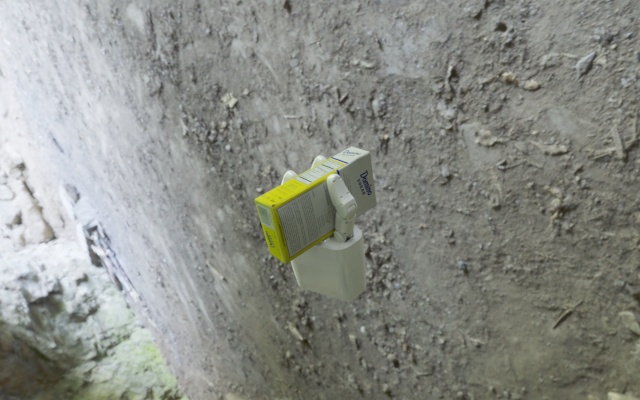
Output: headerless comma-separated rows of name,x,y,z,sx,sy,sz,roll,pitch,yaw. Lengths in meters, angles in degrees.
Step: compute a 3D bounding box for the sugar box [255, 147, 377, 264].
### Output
sugar box,0.000,0.002,0.667,0.176,0.093,0.048,-32,36,-32
